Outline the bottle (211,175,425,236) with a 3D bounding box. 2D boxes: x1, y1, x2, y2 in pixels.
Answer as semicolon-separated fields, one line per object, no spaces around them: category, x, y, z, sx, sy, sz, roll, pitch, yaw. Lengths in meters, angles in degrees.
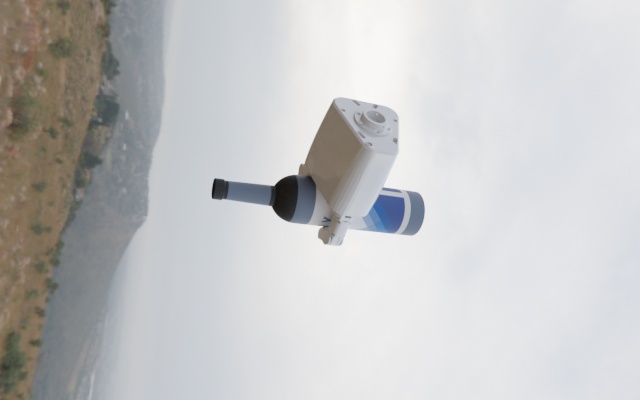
bottle;0.000;0.002;0.660;0.296;0.069;0.069;7;-3;-20
